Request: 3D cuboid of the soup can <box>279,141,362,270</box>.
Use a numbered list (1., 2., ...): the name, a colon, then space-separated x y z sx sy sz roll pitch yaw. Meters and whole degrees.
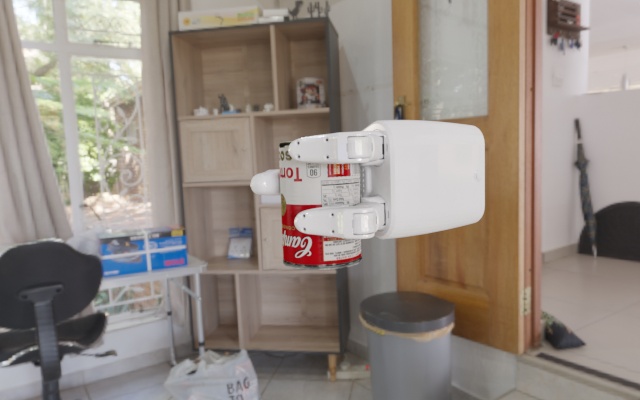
1. soup can: 0.000 0.001 0.403 0.068 0.102 0.068 -2 5 0
